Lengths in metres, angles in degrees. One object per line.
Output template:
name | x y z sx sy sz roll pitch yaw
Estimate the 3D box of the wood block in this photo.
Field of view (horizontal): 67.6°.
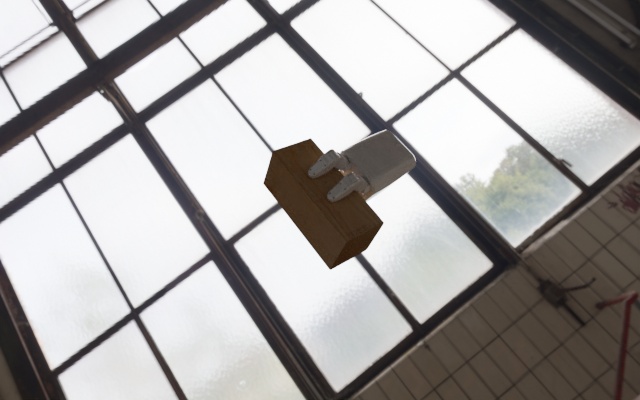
wood block | 0.000 0.003 0.826 0.090 0.206 0.091 -24 -26 -33
